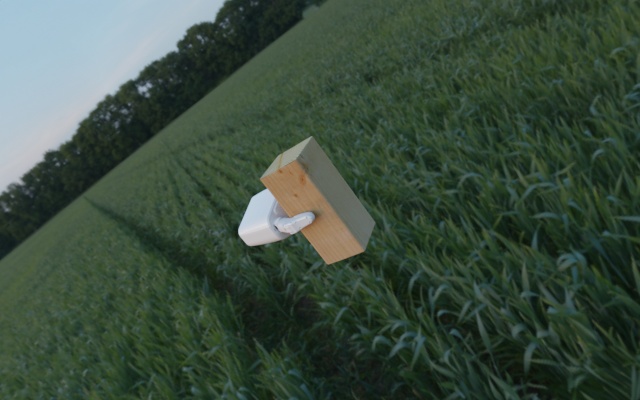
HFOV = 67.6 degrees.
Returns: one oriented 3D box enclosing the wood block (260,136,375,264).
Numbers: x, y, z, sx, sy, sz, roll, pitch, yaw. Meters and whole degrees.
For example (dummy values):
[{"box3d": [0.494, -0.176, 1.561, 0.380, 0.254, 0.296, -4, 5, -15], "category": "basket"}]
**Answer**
[{"box3d": [0.000, 0.003, 0.863, 0.090, 0.206, 0.090, -25, 22, 34], "category": "wood block"}]
